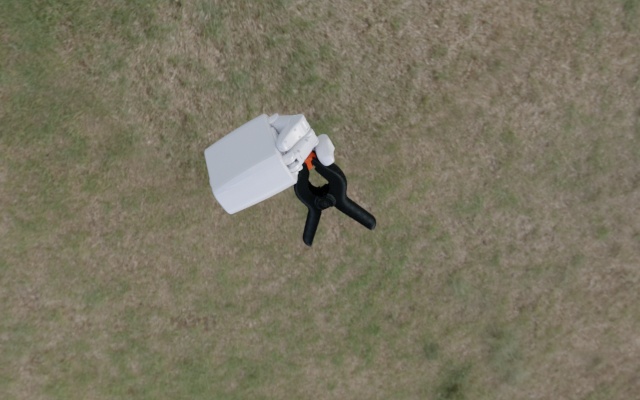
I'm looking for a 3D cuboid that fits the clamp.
[{"bbox_3d":[0.000,0.003,0.725,0.120,0.171,0.039,-26,32,10],"label":"clamp"}]
